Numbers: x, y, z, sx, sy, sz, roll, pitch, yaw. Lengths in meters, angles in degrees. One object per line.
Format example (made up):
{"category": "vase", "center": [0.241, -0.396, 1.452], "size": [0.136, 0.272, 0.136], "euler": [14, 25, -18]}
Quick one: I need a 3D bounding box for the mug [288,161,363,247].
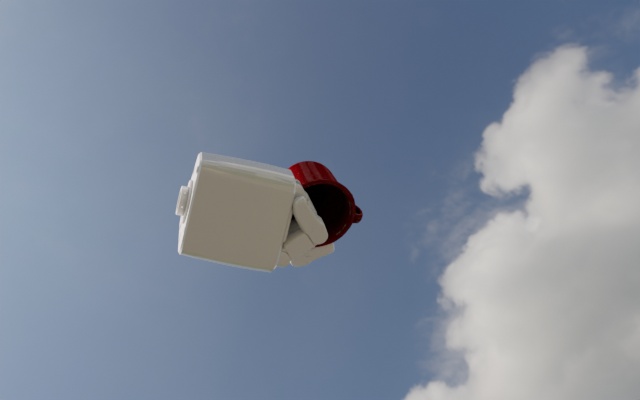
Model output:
{"category": "mug", "center": [0.001, 0.002, 0.619], "size": [0.117, 0.093, 0.081], "euler": [12, 22, -21]}
